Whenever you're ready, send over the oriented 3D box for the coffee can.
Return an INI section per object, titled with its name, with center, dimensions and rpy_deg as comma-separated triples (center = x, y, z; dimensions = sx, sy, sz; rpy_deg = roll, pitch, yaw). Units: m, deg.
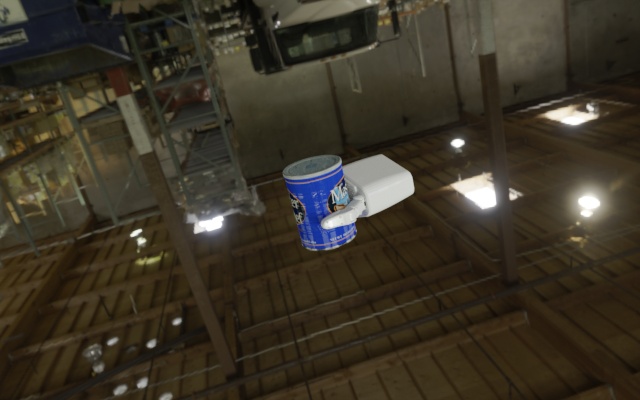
[coffee can]
center = 0.000, 0.003, 0.838
dimensions = 0.103, 0.140, 0.102
rpy_deg = -12, 20, 4
